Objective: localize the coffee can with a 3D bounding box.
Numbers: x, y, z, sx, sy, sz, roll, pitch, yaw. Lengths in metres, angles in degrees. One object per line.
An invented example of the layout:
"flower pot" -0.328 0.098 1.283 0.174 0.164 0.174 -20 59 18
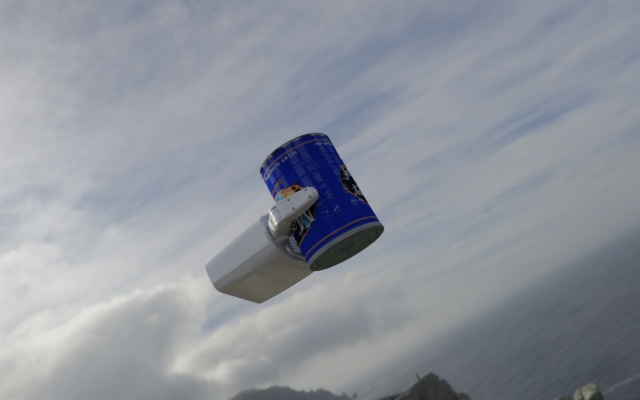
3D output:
"coffee can" 0.000 0.002 0.595 0.103 0.140 0.103 -26 -20 -10
